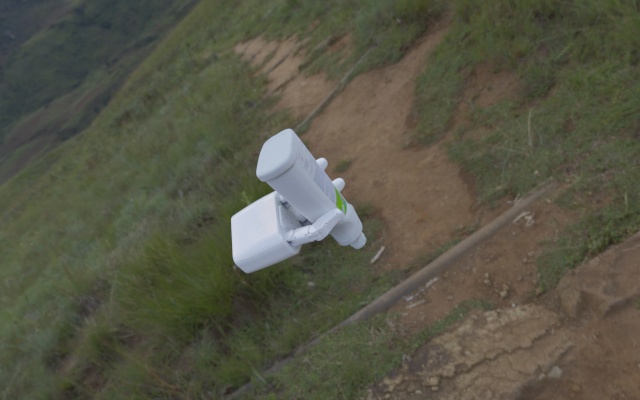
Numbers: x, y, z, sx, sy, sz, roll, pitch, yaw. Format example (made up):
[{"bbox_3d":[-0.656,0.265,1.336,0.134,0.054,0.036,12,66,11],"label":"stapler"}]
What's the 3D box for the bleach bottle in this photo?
[{"bbox_3d":[0.000,0.002,0.790,0.068,0.102,0.251,-26,-55,23],"label":"bleach bottle"}]
